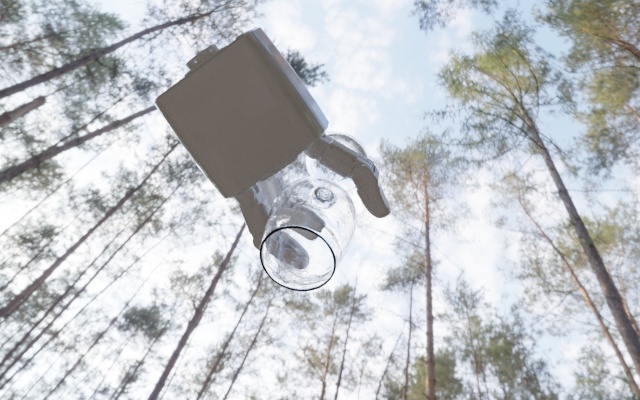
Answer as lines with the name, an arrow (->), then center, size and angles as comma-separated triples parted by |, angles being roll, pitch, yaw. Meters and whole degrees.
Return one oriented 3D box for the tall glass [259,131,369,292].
tall glass -> 0.000, 0.001, 0.458 | 0.079, 0.079, 0.201 | 0, 27, 12
